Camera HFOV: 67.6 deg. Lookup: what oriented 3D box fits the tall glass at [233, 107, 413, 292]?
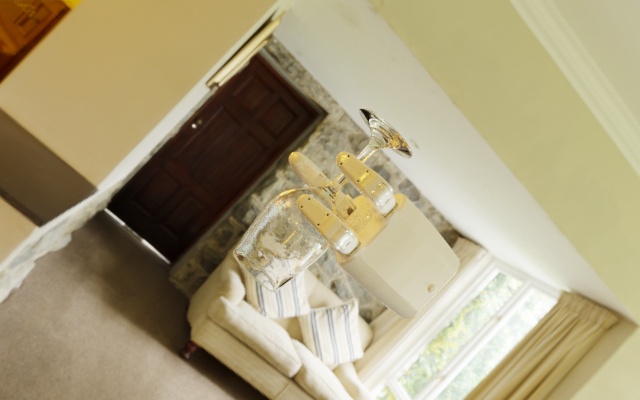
[{"bbox_3d":[0.000,0.001,0.495,0.079,0.201,0.079,44,-1,1],"label":"tall glass"}]
